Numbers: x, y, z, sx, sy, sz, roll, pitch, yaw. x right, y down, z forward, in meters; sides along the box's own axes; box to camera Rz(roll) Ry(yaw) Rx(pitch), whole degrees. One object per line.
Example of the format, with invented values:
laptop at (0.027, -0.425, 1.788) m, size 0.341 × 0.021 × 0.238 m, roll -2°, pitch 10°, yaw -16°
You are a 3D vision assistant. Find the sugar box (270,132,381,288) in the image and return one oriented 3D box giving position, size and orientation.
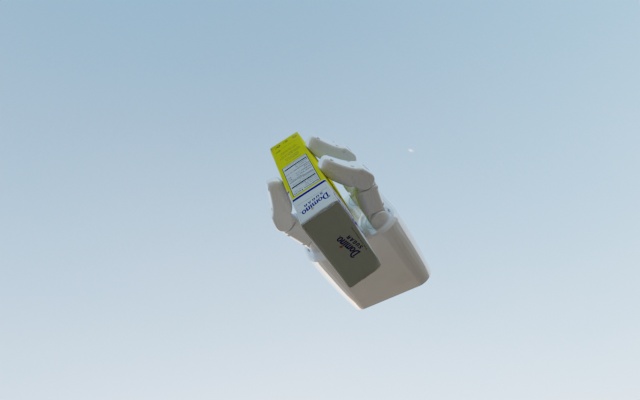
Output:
sugar box at (0.001, 0.001, 0.500) m, size 0.048 × 0.093 × 0.176 m, roll -35°, pitch 32°, yaw 1°
